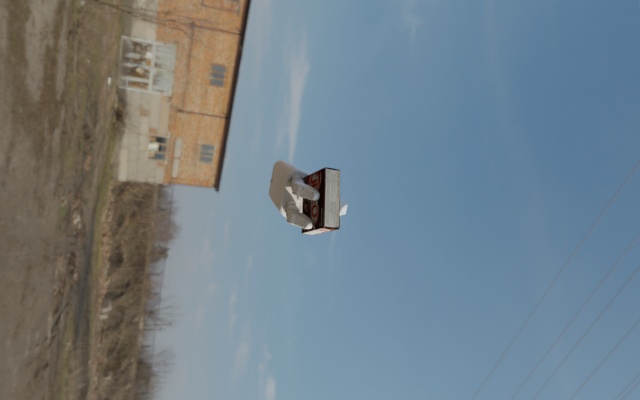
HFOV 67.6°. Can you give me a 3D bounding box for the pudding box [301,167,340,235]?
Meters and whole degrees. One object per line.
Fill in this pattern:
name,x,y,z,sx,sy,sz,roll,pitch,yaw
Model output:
pudding box,0.000,0.003,0.882,0.039,0.113,0.090,4,-12,-26
